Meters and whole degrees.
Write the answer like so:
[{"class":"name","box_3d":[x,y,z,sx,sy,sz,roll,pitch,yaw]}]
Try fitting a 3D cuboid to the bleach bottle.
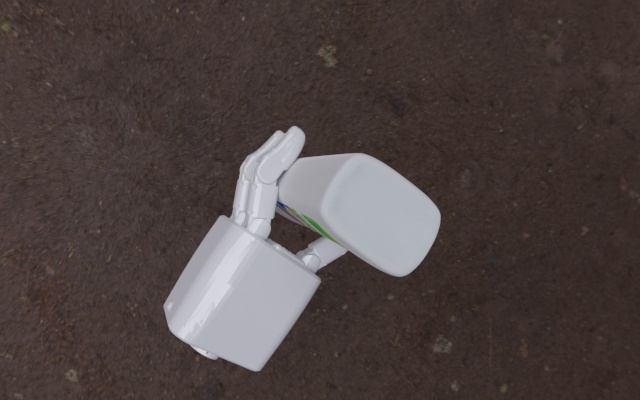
[{"class":"bleach bottle","box_3d":[0.000,0.001,0.461,0.102,0.068,0.251,36,-9,-20]}]
